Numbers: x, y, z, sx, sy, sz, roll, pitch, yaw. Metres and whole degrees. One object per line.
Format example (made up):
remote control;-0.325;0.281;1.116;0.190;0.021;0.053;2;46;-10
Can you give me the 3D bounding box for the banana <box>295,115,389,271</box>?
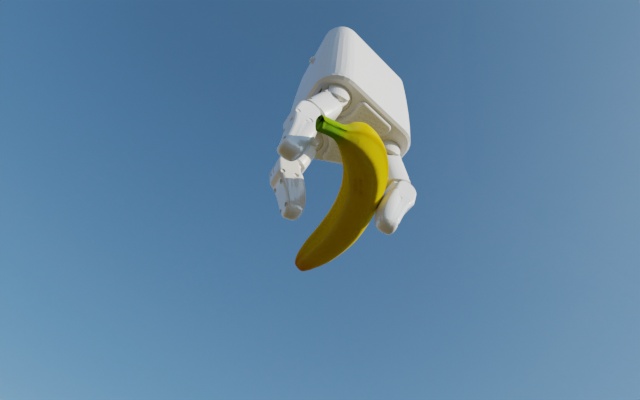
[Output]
banana;0.019;0.000;0.417;0.069;0.037;0.198;2;-42;-6
